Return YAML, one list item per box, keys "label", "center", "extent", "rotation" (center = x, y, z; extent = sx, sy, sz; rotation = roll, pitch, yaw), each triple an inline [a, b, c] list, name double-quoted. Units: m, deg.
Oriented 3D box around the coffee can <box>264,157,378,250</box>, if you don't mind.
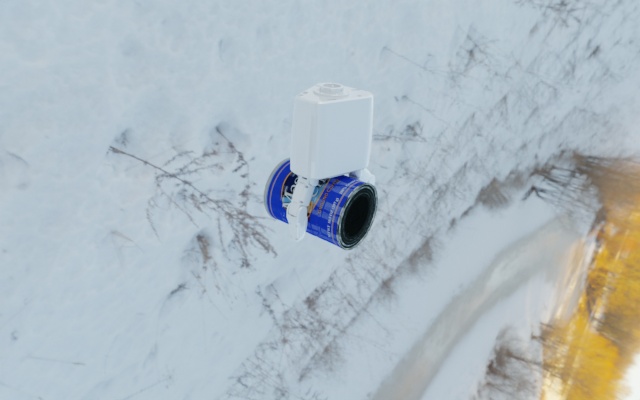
- label: "coffee can"
  center: [0.000, 0.002, 0.718]
  extent: [0.140, 0.103, 0.103]
  rotation: [22, 12, 32]
